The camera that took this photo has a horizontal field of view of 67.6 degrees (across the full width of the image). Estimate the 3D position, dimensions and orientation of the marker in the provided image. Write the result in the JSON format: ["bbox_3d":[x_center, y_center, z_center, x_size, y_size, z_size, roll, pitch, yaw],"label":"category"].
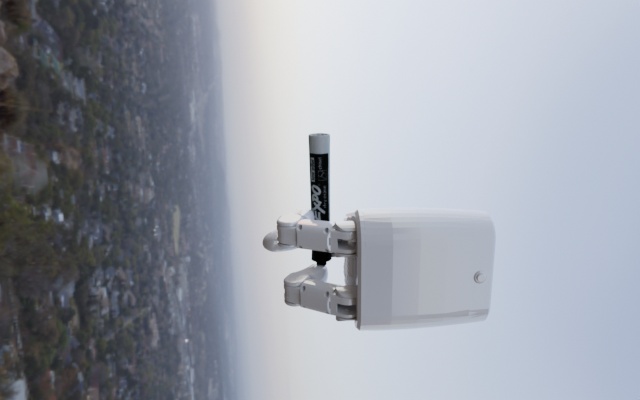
[{"bbox_3d":[0.000,0.001,0.425,0.020,0.121,0.020,-1,16,0],"label":"marker"}]
